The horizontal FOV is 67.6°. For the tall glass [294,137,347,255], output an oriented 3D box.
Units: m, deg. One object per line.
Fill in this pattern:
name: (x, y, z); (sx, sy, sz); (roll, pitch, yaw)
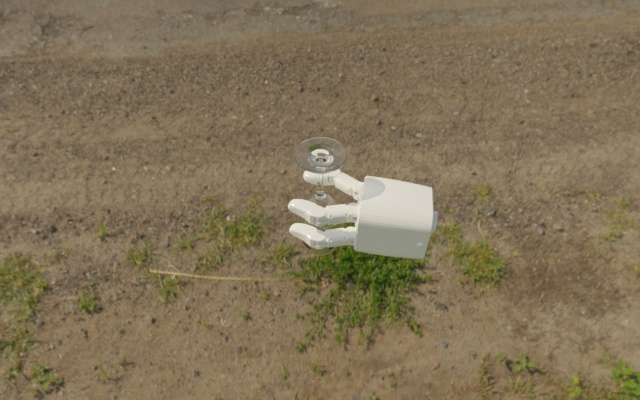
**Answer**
tall glass: (0.000, 0.002, 0.741); (0.079, 0.079, 0.201); (0, -42, -1)
